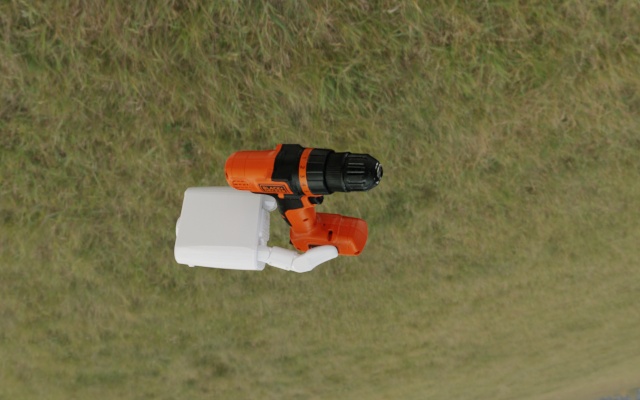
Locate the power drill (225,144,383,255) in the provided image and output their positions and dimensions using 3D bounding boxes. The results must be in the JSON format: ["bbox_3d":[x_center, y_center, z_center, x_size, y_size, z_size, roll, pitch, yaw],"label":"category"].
[{"bbox_3d":[0.000,0.002,0.580,0.184,0.057,0.188,4,-31,24],"label":"power drill"}]
